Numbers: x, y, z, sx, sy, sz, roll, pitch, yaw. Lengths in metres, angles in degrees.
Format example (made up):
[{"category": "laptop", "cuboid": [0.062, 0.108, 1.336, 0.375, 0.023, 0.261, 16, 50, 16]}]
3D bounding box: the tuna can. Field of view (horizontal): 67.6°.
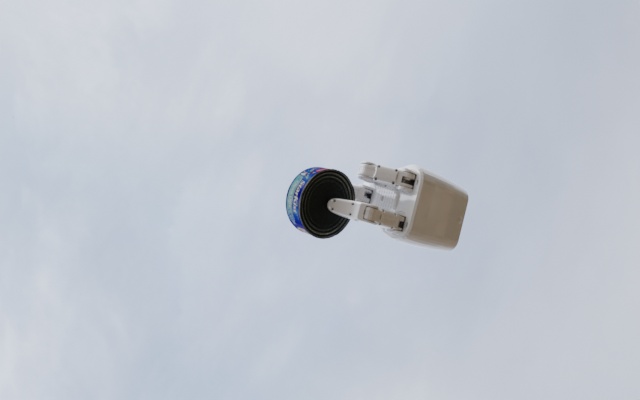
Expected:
[{"category": "tuna can", "cuboid": [0.000, 0.002, 0.588, 0.086, 0.086, 0.033, 0, 10, -38]}]
